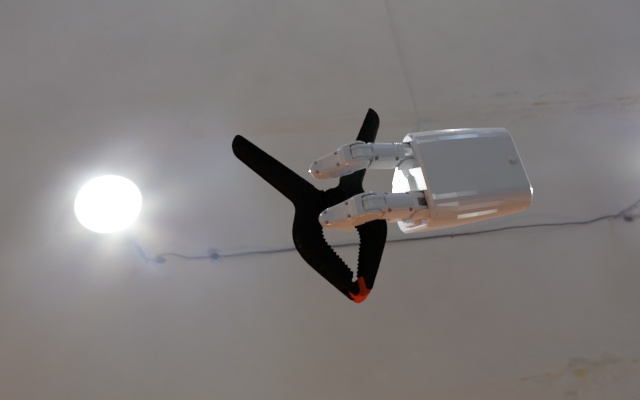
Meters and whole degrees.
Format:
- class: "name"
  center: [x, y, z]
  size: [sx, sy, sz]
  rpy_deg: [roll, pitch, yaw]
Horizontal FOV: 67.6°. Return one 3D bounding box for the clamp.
- class: "clamp"
  center: [0.000, 0.002, 0.485]
  size: [0.164, 0.210, 0.036]
  rpy_deg: [-7, -25, -7]
